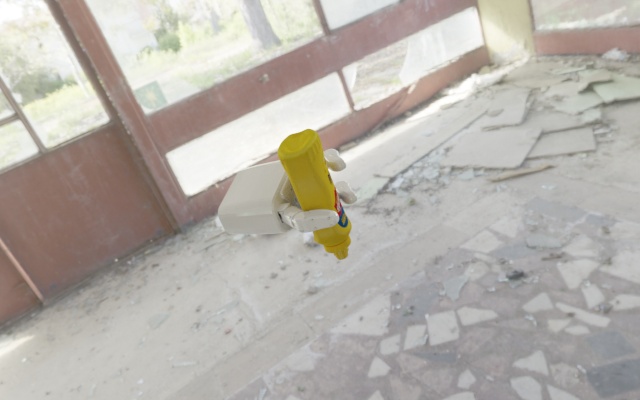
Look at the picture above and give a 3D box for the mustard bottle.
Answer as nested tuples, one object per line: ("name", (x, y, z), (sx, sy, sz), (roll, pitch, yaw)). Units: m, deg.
("mustard bottle", (0.000, 0.002, 0.666), (0.058, 0.192, 0.096), (-18, 25, 8))
